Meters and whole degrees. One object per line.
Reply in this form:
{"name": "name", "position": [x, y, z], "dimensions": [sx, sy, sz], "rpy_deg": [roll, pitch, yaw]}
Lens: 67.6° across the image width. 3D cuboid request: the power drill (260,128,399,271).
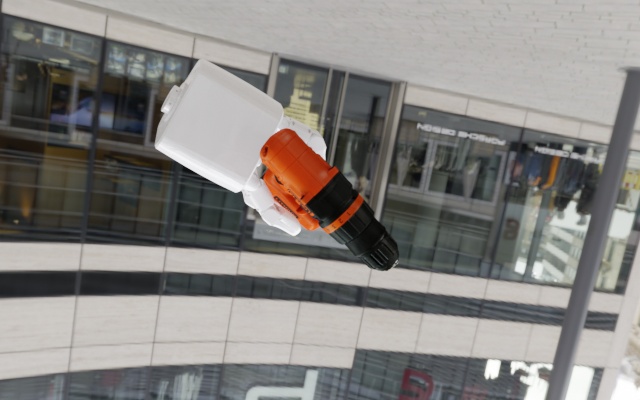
{"name": "power drill", "position": [0.000, 0.002, 0.555], "dimensions": [0.057, 0.184, 0.187], "rpy_deg": [-44, 8, -10]}
